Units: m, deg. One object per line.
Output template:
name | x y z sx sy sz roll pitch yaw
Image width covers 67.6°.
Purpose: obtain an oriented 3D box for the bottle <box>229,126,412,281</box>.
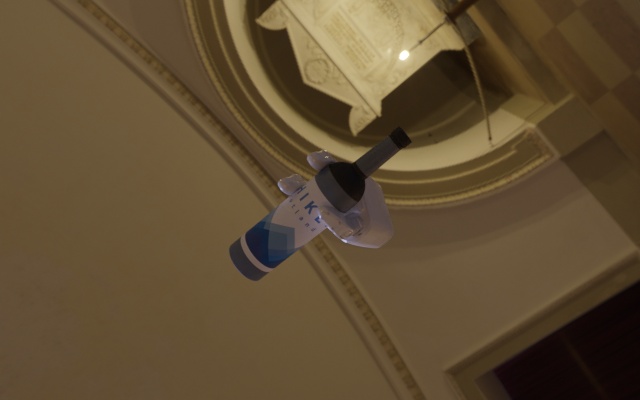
bottle | 0.000 0.002 0.661 0.296 0.069 0.069 -39 -13 16
